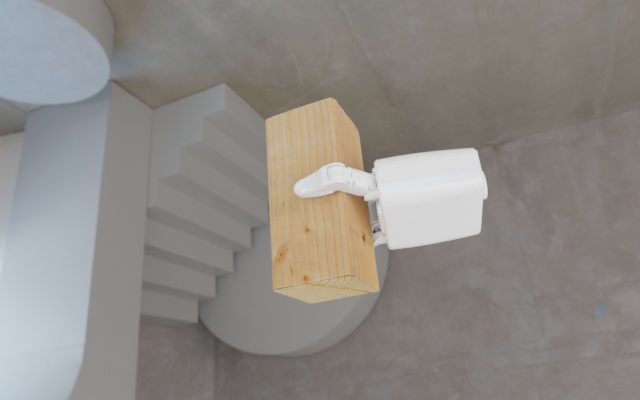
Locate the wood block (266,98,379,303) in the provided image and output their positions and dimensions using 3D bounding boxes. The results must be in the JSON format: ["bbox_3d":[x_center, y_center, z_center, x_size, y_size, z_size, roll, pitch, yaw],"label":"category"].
[{"bbox_3d":[0.000,0.002,0.546,0.090,0.206,0.091,-14,-25,20],"label":"wood block"}]
